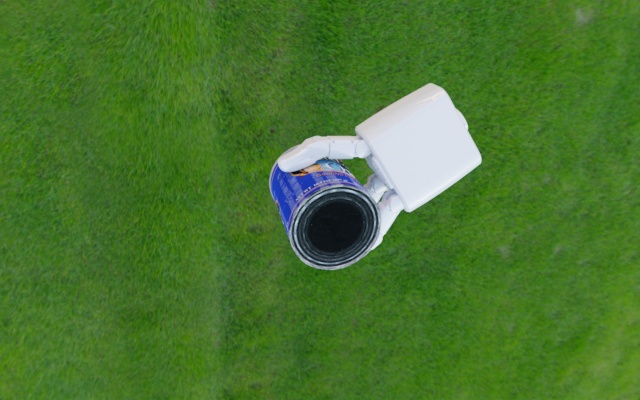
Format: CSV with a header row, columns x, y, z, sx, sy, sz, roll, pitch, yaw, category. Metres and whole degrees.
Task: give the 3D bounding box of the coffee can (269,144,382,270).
x,y,z,sx,sy,sz,roll,pitch,yaw,category
0.000,0.002,0.569,0.103,0.103,0.140,0,25,-16,coffee can
